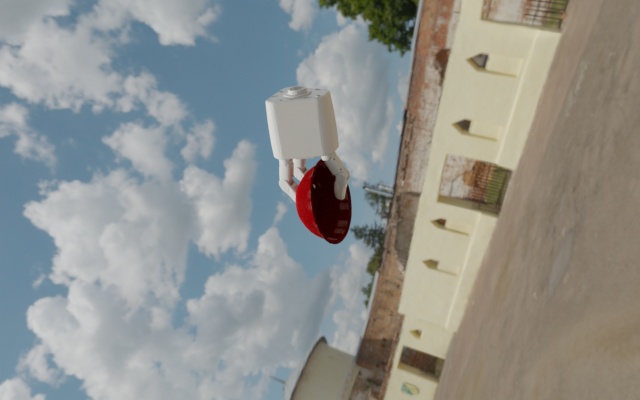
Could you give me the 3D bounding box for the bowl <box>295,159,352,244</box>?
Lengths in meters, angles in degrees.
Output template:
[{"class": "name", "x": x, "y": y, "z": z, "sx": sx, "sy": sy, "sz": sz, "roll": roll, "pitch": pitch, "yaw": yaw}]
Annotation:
[{"class": "bowl", "x": 0.000, "y": 0.004, "z": 0.894, "sx": 0.055, "sy": 0.162, "sz": 0.162, "roll": -8, "pitch": -4, "yaw": 29}]
